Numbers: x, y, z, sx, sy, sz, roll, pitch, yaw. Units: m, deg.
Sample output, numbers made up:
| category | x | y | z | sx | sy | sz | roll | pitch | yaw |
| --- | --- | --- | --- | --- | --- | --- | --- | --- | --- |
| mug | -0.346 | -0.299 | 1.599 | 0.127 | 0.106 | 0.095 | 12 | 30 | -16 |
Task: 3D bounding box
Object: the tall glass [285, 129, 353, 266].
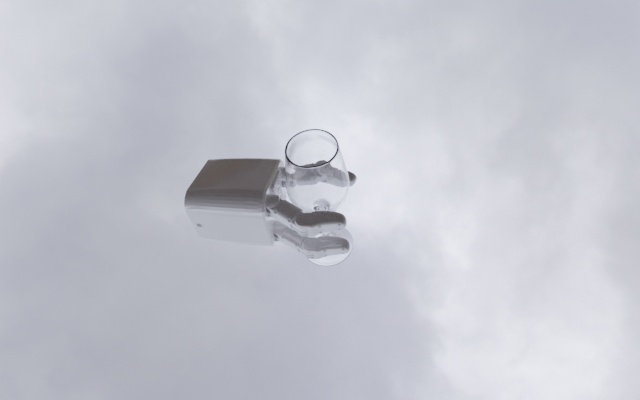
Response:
| category | x | y | z | sx | sy | sz | roll | pitch | yaw |
| --- | --- | --- | --- | --- | --- | --- | --- | --- | --- |
| tall glass | 0.000 | 0.002 | 0.615 | 0.079 | 0.079 | 0.201 | 0 | -38 | 7 |
